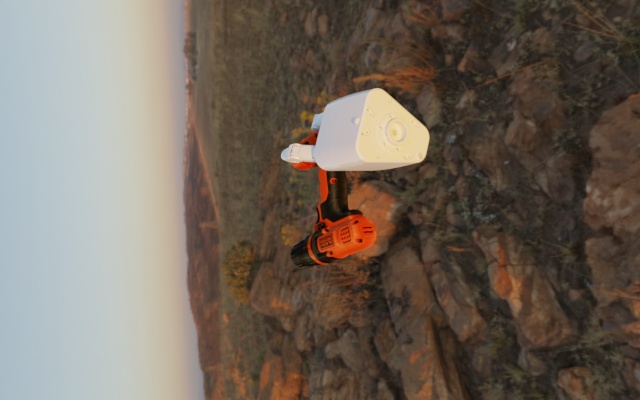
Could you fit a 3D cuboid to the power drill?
[{"bbox_3d":[0.000,0.002,0.728,0.057,0.187,0.184,-3,-15,-39],"label":"power drill"}]
